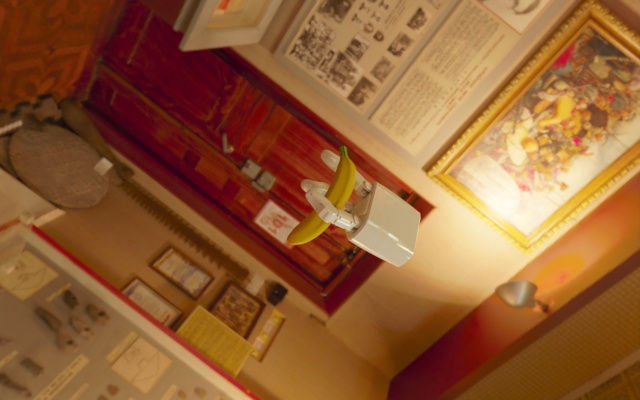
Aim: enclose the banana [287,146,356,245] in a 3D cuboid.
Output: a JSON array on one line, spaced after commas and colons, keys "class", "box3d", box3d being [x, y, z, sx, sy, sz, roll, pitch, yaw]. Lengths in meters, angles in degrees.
[{"class": "banana", "box3d": [0.008, 0.008, 0.801, 0.037, 0.198, 0.069, 25, 15, -29]}]
